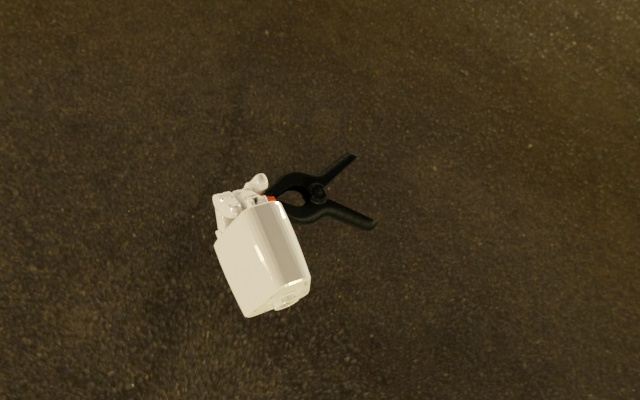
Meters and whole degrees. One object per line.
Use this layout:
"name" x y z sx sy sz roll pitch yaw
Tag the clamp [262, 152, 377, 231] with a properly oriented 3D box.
"clamp" 0.000 0.002 0.668 0.171 0.120 0.039 -17 -19 -25
